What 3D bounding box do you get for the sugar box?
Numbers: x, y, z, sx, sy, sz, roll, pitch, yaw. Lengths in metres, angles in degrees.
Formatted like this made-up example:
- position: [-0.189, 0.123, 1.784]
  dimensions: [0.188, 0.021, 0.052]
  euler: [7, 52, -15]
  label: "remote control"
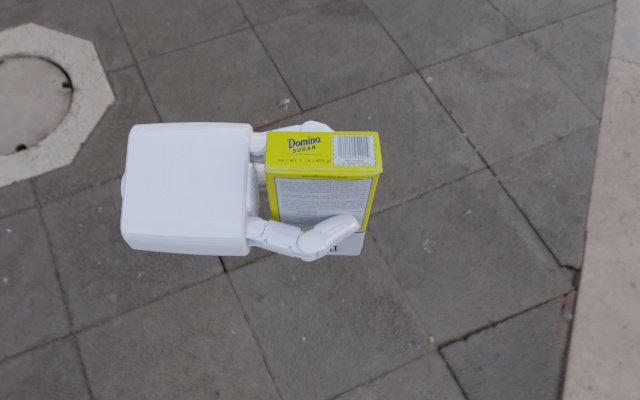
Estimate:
- position: [0.000, 0.001, 0.452]
  dimensions: [0.093, 0.048, 0.176]
  euler: [1, -25, -2]
  label: "sugar box"
